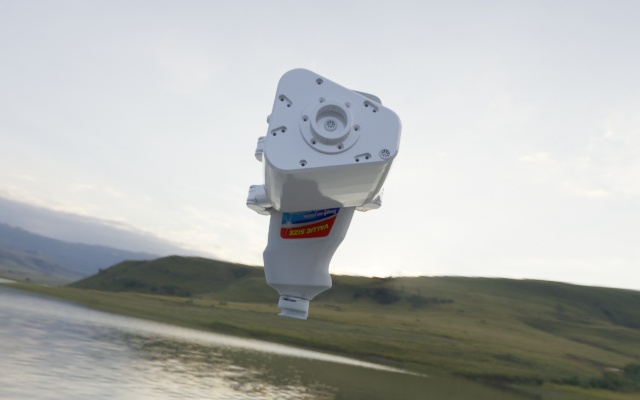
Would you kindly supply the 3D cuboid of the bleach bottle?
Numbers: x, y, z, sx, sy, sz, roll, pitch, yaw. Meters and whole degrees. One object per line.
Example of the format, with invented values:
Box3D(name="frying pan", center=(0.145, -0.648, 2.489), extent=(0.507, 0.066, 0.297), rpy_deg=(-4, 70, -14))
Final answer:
Box3D(name="bleach bottle", center=(0.000, 0.002, 0.518), extent=(0.102, 0.250, 0.068), rpy_deg=(10, -16, -2))
